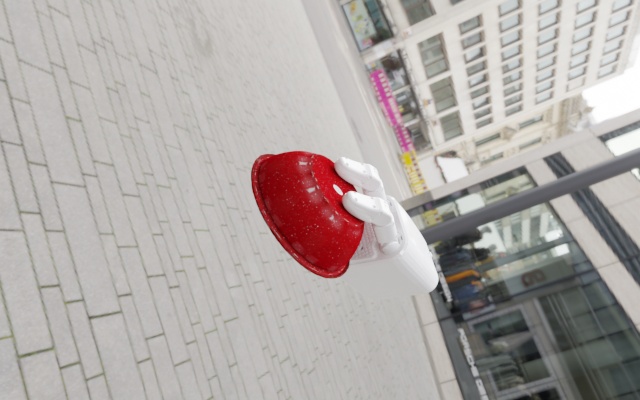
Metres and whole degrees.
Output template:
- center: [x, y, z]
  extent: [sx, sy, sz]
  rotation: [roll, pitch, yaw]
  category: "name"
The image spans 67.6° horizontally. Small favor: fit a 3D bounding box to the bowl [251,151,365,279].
- center: [0.000, 0.001, 0.523]
  extent: [0.055, 0.162, 0.162]
  rotation: [-35, -16, 24]
  category: "bowl"
